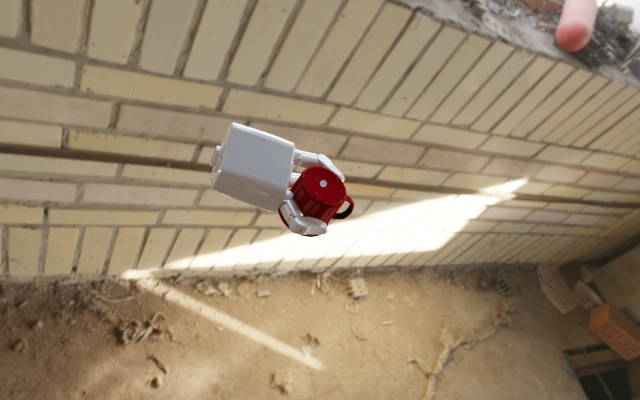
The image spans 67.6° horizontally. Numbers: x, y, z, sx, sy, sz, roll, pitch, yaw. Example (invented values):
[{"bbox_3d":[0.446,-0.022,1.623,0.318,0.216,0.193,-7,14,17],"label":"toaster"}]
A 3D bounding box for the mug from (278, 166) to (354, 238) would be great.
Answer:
[{"bbox_3d":[0.002,0.003,0.771,0.117,0.093,0.081,17,-44,-20],"label":"mug"}]
